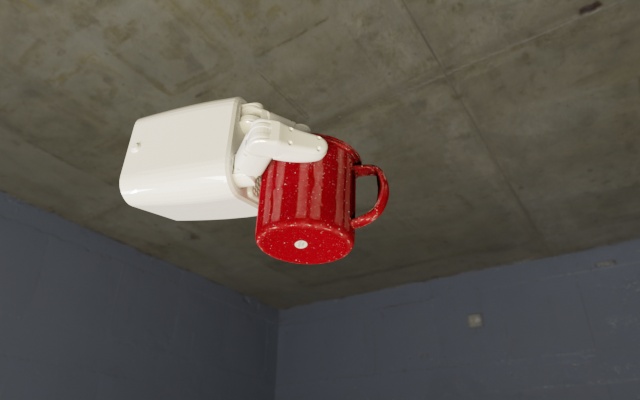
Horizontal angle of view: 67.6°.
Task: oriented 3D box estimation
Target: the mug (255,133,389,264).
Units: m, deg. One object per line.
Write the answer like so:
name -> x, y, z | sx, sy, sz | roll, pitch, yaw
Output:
mug -> 0.001, 0.001, 0.402 | 0.117, 0.081, 0.093 | -7, -31, 17
